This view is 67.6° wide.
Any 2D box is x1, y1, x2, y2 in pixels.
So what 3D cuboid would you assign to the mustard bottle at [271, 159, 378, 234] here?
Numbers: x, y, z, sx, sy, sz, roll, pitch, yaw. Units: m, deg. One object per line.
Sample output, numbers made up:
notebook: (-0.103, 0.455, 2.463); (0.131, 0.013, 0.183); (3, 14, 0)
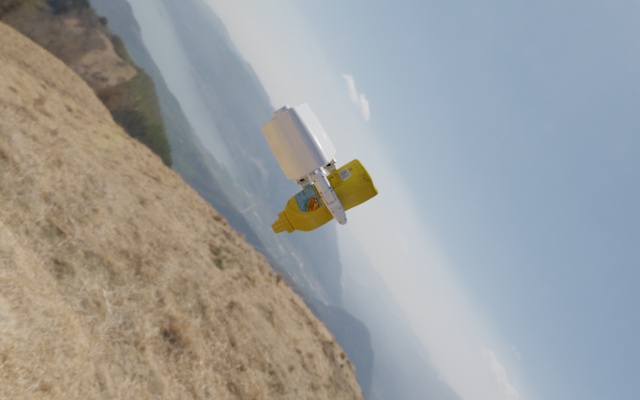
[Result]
mustard bottle: (0.001, 0.003, 0.833); (0.191, 0.058, 0.096); (-30, 34, 2)
